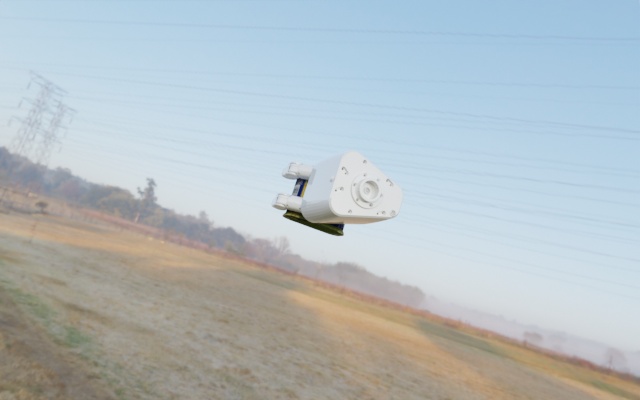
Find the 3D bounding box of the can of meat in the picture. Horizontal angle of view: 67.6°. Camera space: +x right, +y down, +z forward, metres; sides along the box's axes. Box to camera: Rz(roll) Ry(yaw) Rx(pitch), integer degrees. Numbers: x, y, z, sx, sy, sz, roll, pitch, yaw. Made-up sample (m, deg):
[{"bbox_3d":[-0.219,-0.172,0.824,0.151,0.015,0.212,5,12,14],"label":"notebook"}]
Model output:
[{"bbox_3d":[0.000,0.002,0.780,0.102,0.084,0.057,21,-11,-15],"label":"can of meat"}]
